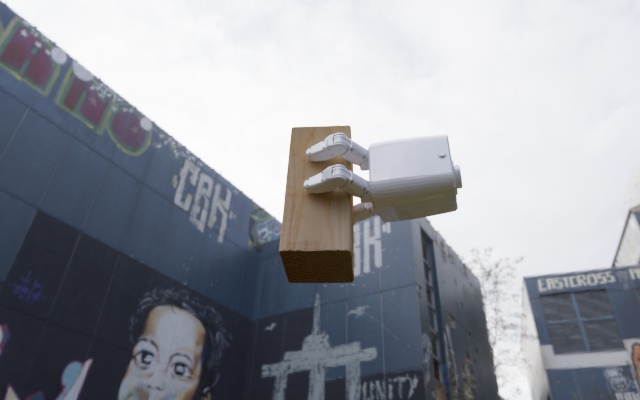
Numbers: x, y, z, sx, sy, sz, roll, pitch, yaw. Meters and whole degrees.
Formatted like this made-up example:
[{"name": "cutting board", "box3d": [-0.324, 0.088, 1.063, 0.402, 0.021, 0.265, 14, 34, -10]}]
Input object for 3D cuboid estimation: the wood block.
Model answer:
[{"name": "wood block", "box3d": [0.001, 0.002, 0.664, 0.090, 0.206, 0.091, -1, -36, 6]}]
